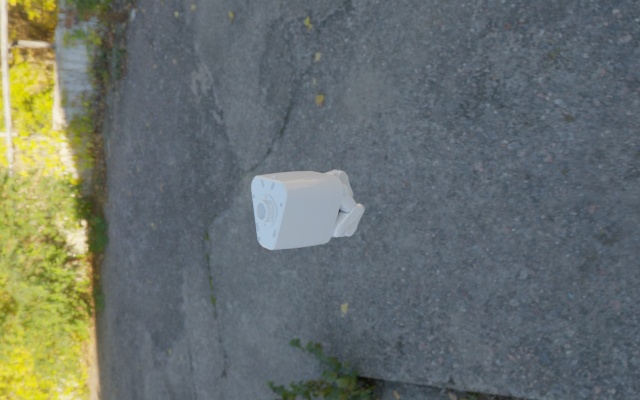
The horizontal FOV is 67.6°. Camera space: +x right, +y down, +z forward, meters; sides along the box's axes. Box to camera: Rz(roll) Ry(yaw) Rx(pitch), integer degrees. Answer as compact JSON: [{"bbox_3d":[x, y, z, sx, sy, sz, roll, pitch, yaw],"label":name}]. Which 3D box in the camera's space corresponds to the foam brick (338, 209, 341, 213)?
[{"bbox_3d":[0.000,0.003,0.801,0.051,0.053,0.078,-6,14,-39],"label":"foam brick"}]
